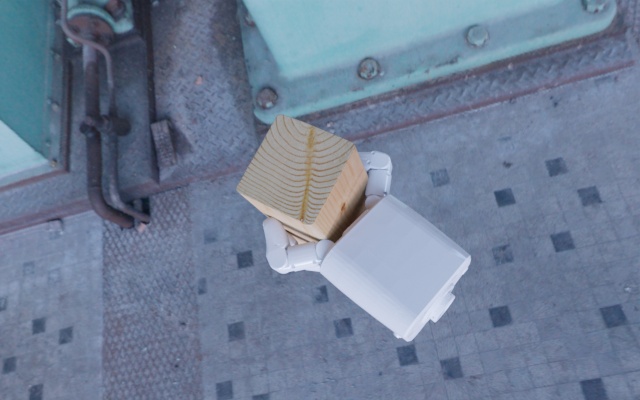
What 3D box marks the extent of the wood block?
[{"bbox_3d":[0.001,0.002,0.540,0.090,0.091,0.206,24,-12,21],"label":"wood block"}]
